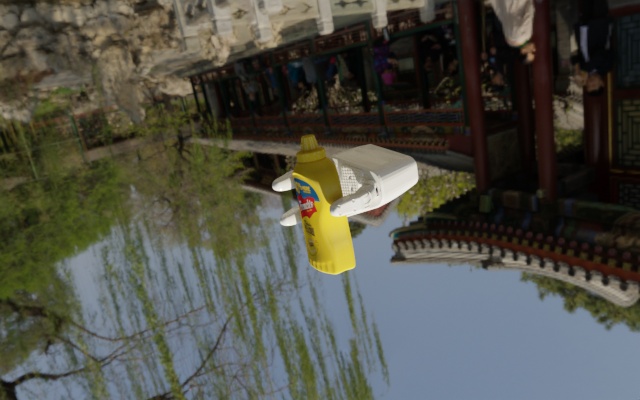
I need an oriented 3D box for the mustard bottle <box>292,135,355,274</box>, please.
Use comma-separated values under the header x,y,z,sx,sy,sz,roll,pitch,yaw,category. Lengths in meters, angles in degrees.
x,y,z,sx,sy,sz,roll,pitch,yaw,category
0.000,0.003,0.677,0.058,0.192,0.096,-16,16,-21,mustard bottle
